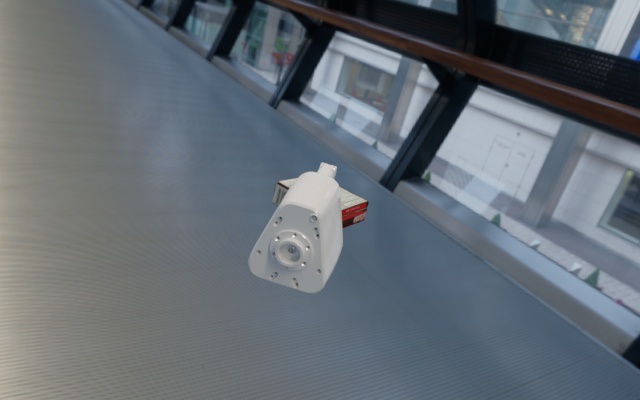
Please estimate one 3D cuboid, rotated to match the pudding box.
[{"bbox_3d":[0.000,0.002,0.699,0.113,0.039,0.090,30,27,31],"label":"pudding box"}]
